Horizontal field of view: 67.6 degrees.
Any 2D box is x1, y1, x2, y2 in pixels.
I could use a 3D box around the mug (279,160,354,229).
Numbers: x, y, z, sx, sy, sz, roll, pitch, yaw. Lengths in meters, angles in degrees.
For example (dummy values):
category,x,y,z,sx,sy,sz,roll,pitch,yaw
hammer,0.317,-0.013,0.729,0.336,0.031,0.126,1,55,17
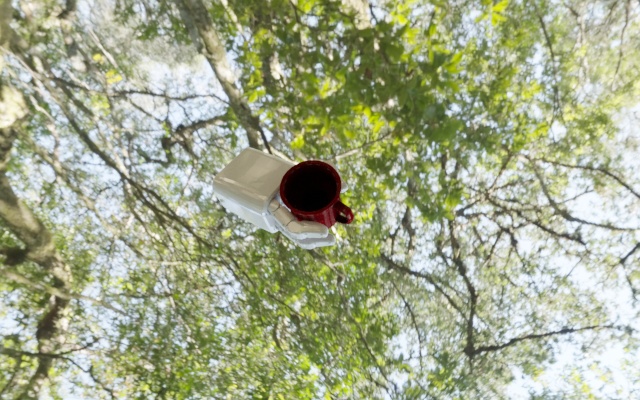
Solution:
category,x,y,z,sx,sy,sz,roll,pitch,yaw
mug,0.001,0.003,0.736,0.117,0.093,0.081,25,-21,19
